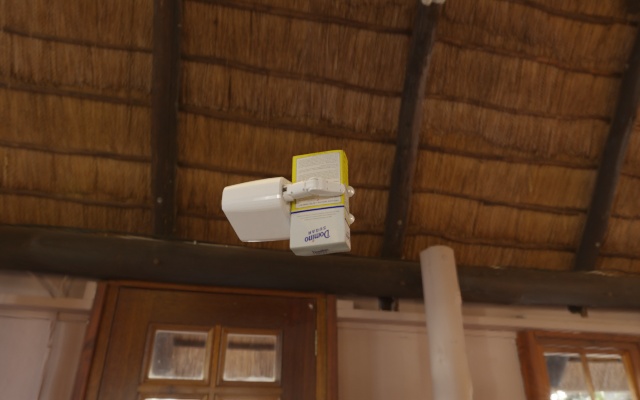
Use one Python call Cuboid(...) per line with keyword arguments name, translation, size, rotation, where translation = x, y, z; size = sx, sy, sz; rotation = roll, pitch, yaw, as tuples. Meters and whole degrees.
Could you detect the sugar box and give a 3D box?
Cuboid(name="sugar box", translation=(0.000, 0.003, 0.799), size=(0.093, 0.176, 0.048), rotation=(-7, -28, 14))
